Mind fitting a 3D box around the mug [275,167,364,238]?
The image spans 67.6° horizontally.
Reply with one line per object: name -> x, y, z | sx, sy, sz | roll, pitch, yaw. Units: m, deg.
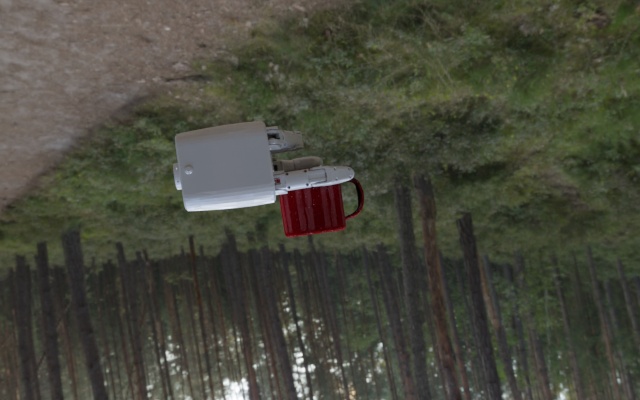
mug -> 0.002, 0.002, 0.629 | 0.117, 0.081, 0.093 | -8, -4, -9
